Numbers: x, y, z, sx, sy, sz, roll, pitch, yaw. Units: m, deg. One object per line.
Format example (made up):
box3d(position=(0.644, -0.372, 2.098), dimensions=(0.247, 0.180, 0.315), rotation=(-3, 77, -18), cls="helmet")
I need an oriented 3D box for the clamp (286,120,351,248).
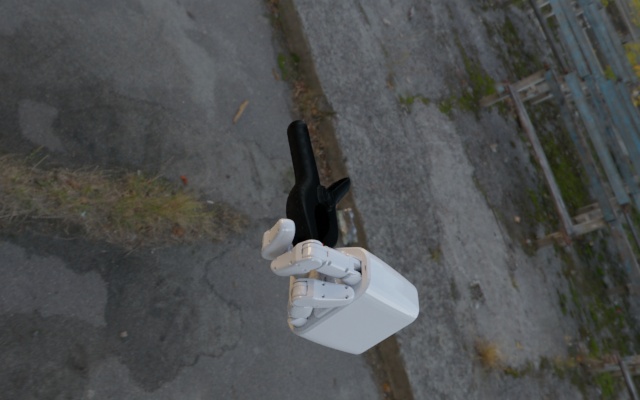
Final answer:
box3d(position=(0.001, 0.002, 0.544), dimensions=(0.039, 0.171, 0.120), rotation=(-23, -41, 32), cls="clamp")
